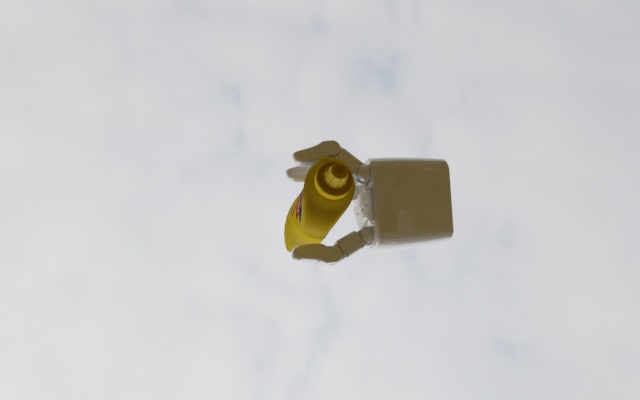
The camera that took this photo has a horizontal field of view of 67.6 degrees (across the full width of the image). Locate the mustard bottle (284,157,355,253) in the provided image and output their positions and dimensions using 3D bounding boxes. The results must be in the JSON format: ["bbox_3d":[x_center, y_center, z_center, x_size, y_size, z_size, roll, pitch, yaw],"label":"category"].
[{"bbox_3d":[0.000,0.002,0.574,0.058,0.096,0.192,21,-23,-5],"label":"mustard bottle"}]
